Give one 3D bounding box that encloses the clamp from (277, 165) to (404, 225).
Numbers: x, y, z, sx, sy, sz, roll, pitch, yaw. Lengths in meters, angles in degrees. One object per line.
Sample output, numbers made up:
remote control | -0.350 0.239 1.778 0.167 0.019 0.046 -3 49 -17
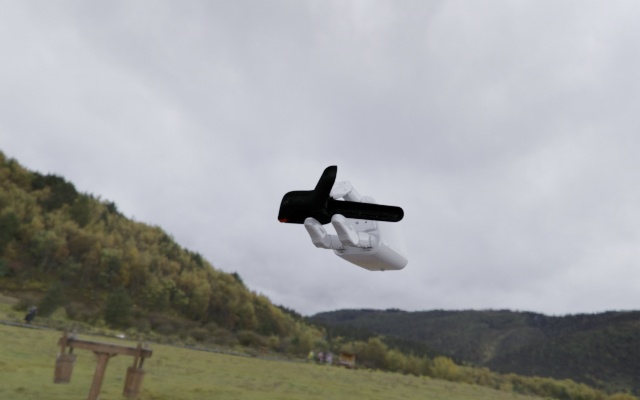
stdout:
clamp | 0.000 0.002 0.736 0.210 0.036 0.165 -8 -30 38
